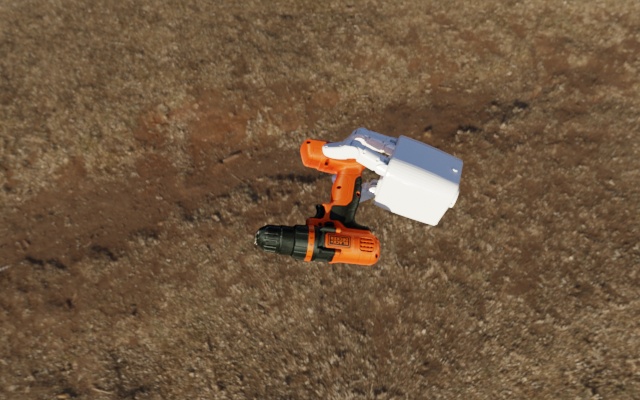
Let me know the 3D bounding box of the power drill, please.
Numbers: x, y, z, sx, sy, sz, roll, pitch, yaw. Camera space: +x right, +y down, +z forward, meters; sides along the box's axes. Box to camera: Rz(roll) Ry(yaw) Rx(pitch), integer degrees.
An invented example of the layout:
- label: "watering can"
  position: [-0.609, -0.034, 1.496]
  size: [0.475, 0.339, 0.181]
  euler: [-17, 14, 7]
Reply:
- label: "power drill"
  position: [0.000, 0.002, 0.724]
  size: [0.184, 0.187, 0.057]
  euler: [8, -22, -11]
